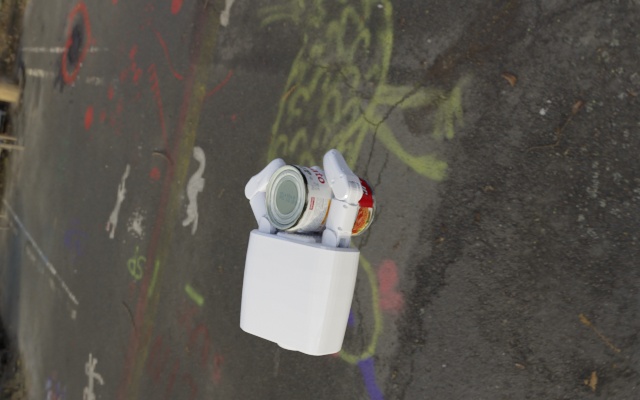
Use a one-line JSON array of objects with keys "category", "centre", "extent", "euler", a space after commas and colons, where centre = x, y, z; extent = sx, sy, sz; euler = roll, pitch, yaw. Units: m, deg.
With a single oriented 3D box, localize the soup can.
[{"category": "soup can", "centre": [0.000, 0.001, 0.508], "extent": [0.102, 0.068, 0.068], "euler": [8, -5, -43]}]
